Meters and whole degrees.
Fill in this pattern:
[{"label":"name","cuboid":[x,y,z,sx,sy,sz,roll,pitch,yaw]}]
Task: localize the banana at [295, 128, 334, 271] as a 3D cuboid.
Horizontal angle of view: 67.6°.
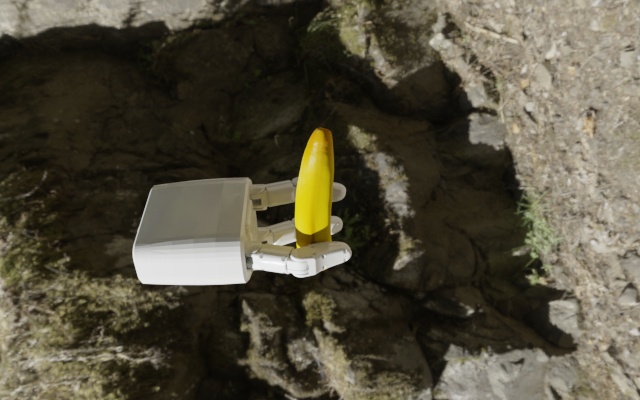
[{"label":"banana","cuboid":[-0.004,0.018,0.484,0.037,0.069,0.198,7,-38,10]}]
